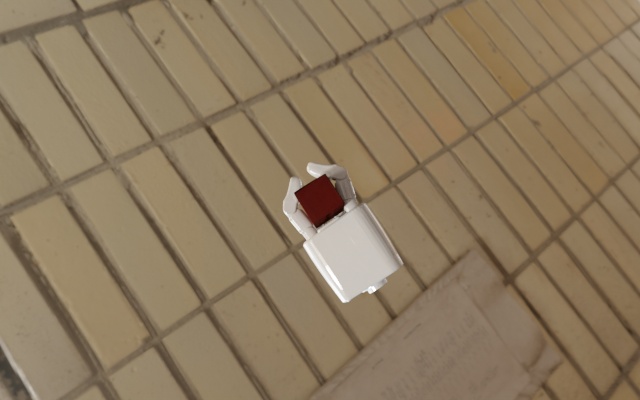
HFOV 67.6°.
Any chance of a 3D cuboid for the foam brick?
[{"bbox_3d":[0.000,0.002,0.682,0.053,0.051,0.078,-32,-8,-2],"label":"foam brick"}]
